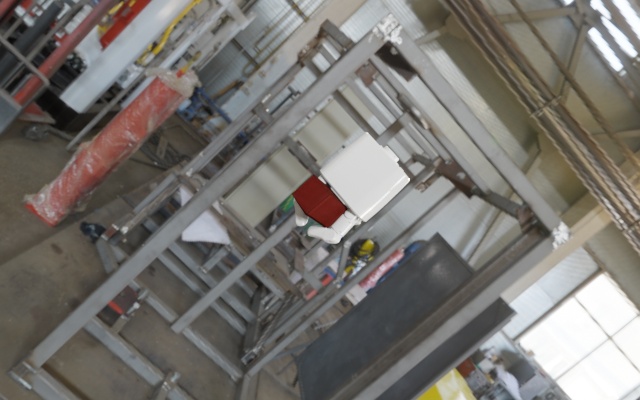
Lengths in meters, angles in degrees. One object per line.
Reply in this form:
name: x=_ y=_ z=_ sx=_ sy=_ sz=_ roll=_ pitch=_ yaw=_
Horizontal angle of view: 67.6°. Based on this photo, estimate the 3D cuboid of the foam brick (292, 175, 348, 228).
foam brick: x=0.000 y=0.003 z=0.793 sx=0.051 sy=0.053 sz=0.078 roll=-41 pitch=-33 yaw=8
